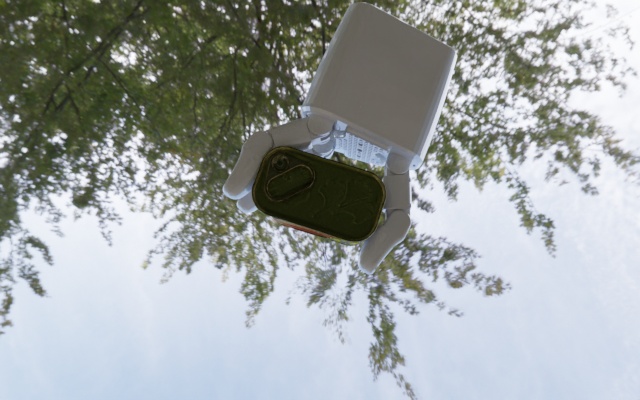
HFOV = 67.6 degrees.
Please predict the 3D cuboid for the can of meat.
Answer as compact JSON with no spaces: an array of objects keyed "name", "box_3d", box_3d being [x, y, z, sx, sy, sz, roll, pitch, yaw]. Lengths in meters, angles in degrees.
[{"name":"can of meat","box_3d":[0.000,0.001,0.408,0.102,0.057,0.084,17,-9,5]}]
